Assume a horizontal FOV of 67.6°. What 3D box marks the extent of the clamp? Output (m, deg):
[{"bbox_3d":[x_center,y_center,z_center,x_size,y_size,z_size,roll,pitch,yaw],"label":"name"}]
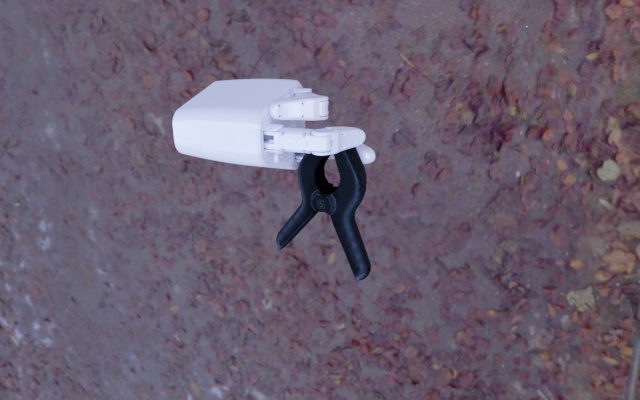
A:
[{"bbox_3d":[0.000,0.002,0.530,0.120,0.171,0.039,7,21,21],"label":"clamp"}]
